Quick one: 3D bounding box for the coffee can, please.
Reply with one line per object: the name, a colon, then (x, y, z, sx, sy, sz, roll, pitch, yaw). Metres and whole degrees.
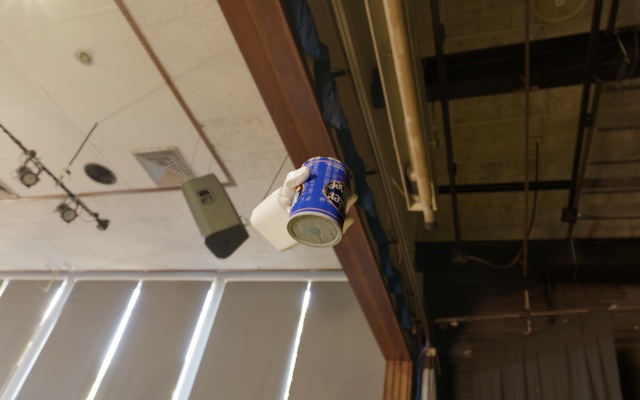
coffee can: (0.000, 0.003, 0.896, 0.103, 0.140, 0.103, 7, -38, 6)
